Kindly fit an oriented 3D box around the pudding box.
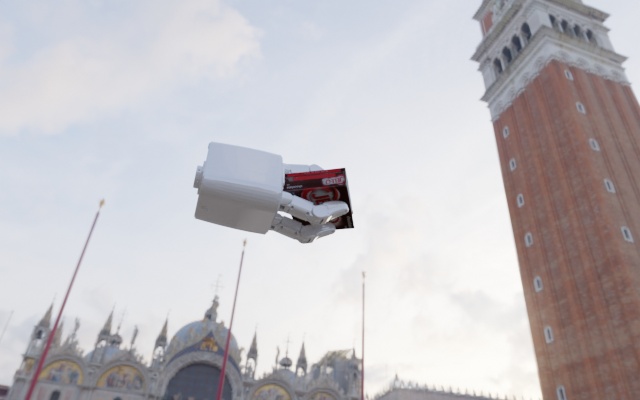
[{"bbox_3d":[0.000,0.002,0.702,0.090,0.039,0.114,-5,-34,8],"label":"pudding box"}]
